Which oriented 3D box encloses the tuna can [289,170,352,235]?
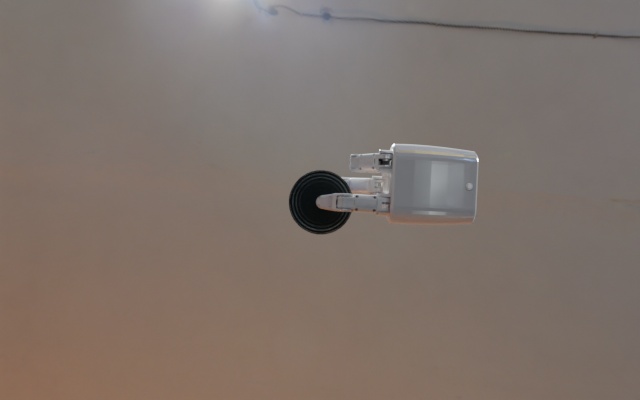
[{"bbox_3d":[0.000,0.002,0.649,0.086,0.086,0.034,0,2,-2],"label":"tuna can"}]
